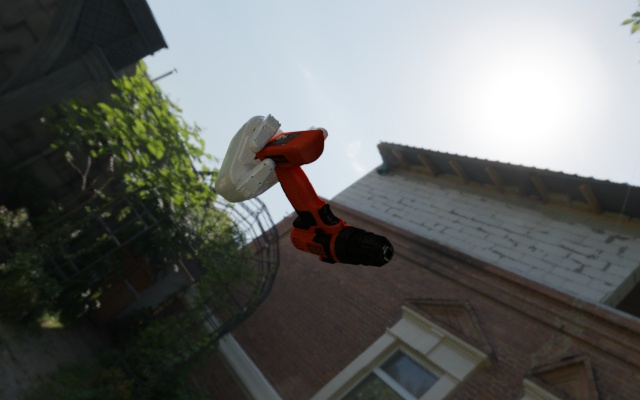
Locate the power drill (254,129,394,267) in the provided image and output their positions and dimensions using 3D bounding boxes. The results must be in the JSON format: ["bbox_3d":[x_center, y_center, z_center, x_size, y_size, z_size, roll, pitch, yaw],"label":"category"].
[{"bbox_3d":[0.000,0.002,0.627,0.057,0.188,0.184,-38,27,-33],"label":"power drill"}]
